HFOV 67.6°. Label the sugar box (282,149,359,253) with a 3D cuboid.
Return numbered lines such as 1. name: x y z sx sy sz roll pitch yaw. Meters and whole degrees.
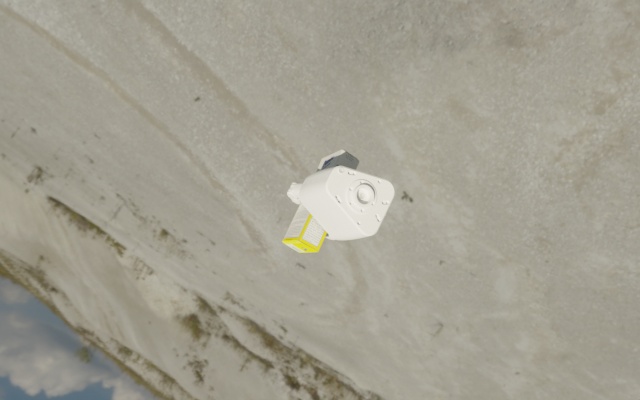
1. sugar box: 0.001 0.003 0.824 0.048 0.176 0.093 33 -17 -17
